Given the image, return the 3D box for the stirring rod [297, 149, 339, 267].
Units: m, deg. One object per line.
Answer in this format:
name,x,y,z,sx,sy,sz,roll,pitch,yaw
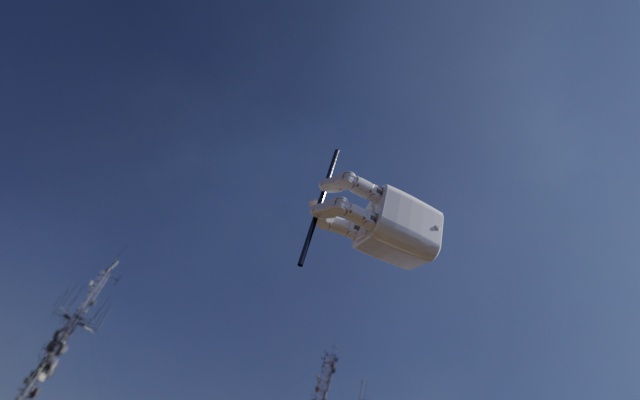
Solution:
stirring rod,0.000,0.003,0.739,0.011,0.239,0.011,10,-41,9
